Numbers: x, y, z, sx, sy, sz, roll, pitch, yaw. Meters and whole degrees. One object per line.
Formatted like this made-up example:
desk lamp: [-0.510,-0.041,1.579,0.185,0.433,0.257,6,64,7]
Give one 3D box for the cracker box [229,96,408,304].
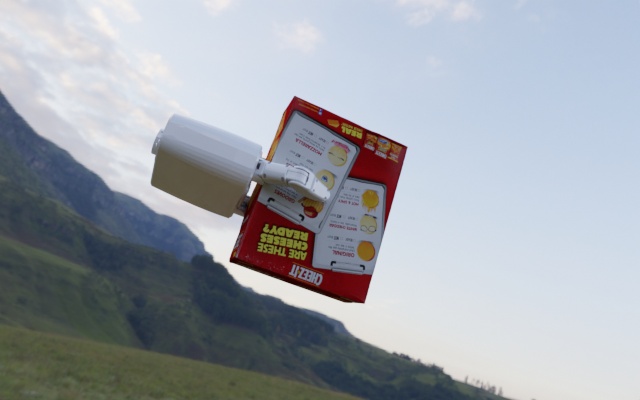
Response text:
cracker box: [0.000,0.002,0.598,0.164,0.213,0.072,22,-17,-13]
